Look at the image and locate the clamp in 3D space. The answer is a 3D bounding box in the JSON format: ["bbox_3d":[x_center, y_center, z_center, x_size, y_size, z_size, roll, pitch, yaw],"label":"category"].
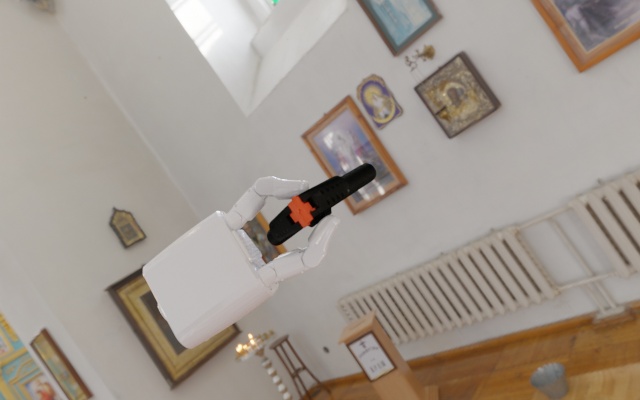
[{"bbox_3d":[-0.001,0.001,0.529,0.164,0.036,0.210,-36,-2,-1],"label":"clamp"}]
